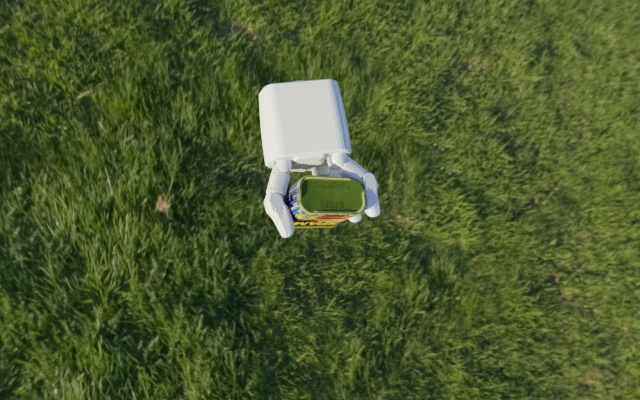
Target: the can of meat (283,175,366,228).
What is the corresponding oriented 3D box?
[{"bbox_3d":[0.000,0.002,0.650,0.102,0.057,0.084,1,-14,-24],"label":"can of meat"}]
